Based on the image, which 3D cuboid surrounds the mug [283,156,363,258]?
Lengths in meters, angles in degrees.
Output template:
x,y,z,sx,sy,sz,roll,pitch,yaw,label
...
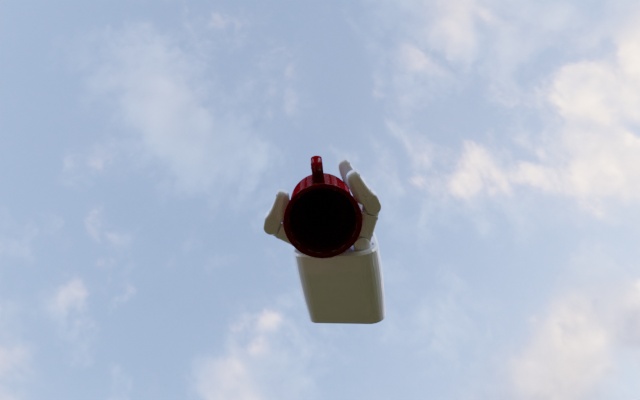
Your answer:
x,y,z,sx,sy,sz,roll,pitch,yaw,label
0.000,0.001,0.590,0.093,0.117,0.081,-9,18,1,mug
